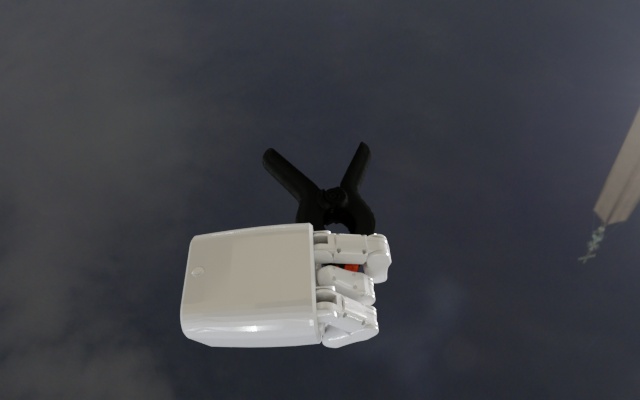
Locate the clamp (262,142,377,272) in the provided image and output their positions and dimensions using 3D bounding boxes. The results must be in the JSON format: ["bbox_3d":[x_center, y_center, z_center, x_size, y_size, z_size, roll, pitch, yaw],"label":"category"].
[{"bbox_3d":[0.000,0.002,0.483,0.120,0.171,0.039,-3,-42,-1],"label":"clamp"}]
